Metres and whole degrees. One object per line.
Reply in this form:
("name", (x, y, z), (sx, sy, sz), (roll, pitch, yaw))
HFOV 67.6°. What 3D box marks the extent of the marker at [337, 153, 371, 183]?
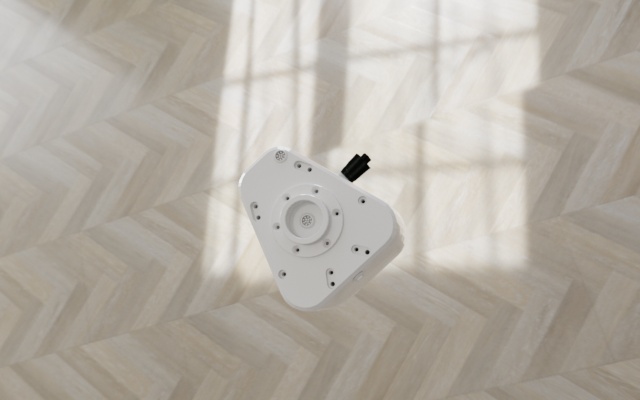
("marker", (0.000, 0.001, 0.439), (0.121, 0.020, 0.020), (-44, -3, 3))
